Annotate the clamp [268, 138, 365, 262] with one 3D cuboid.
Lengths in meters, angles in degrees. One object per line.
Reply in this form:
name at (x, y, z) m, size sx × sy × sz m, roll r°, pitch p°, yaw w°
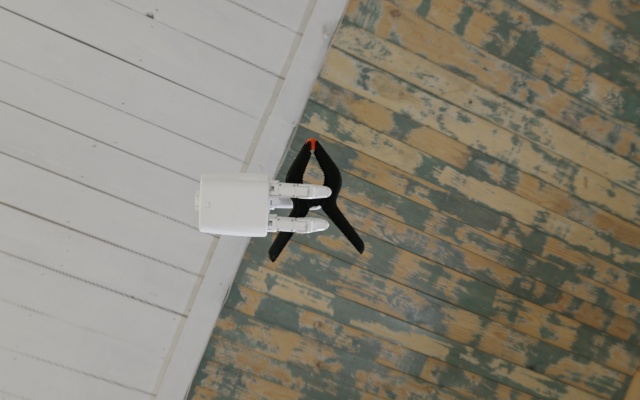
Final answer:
clamp at (0.000, 0.002, 0.802) m, size 0.164 × 0.210 × 0.036 m, roll 3°, pitch 7°, yaw -11°
